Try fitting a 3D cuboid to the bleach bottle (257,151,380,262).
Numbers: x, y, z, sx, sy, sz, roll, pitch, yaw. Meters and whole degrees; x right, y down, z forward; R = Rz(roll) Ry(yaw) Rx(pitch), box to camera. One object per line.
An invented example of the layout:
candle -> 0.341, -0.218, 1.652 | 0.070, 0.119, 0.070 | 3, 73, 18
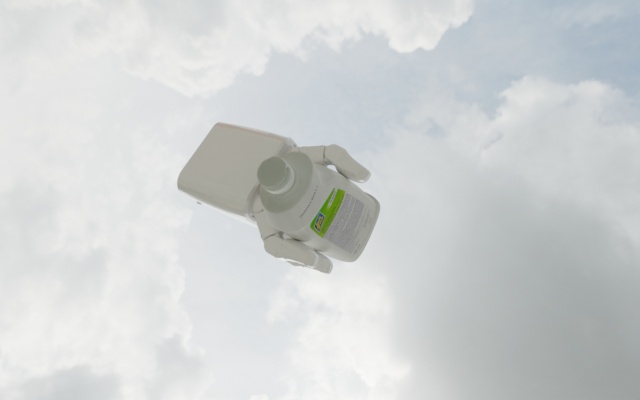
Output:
bleach bottle -> 0.000, 0.002, 0.535 | 0.068, 0.102, 0.251 | 19, -9, 23
